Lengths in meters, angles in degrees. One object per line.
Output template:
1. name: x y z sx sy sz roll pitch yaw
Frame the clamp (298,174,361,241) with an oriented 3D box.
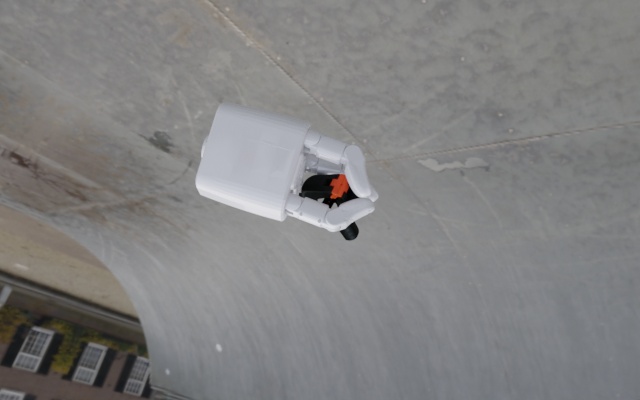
1. clamp: 0.000 0.003 0.618 0.120 0.039 0.171 17 -22 4
